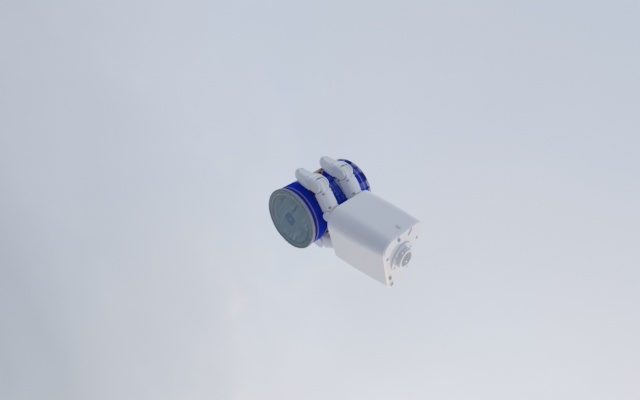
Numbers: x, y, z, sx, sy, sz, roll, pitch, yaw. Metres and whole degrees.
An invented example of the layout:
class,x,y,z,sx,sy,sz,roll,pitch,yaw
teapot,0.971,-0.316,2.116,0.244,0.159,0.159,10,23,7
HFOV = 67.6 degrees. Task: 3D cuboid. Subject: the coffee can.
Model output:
class,x,y,z,sx,sy,sz,roll,pitch,yaw
coffee can,0.000,0.003,0.790,0.140,0.103,0.103,-30,19,-36
